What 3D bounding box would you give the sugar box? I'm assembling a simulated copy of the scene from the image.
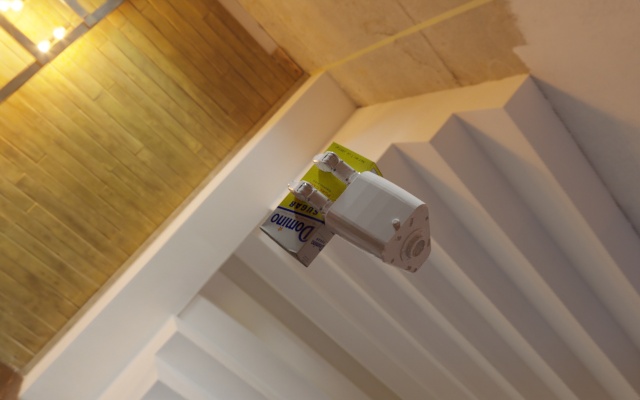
[{"bbox_3d":[0.000,0.002,0.706,0.093,0.176,0.048,32,-14,40],"label":"sugar box"}]
